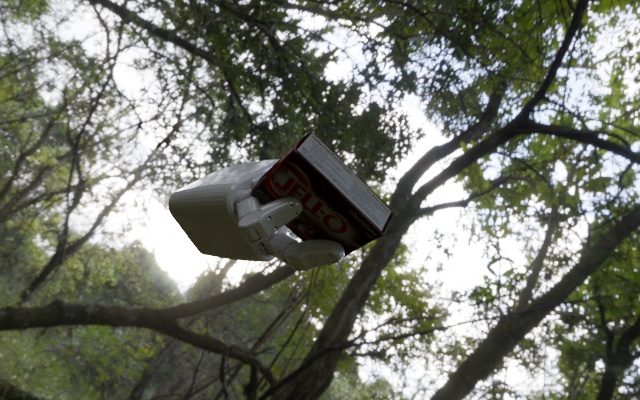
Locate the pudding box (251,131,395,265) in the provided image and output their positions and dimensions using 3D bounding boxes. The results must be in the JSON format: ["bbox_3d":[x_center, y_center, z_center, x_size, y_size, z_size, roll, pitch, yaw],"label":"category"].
[{"bbox_3d":[0.000,0.001,0.457,0.090,0.113,0.039,-37,15,49],"label":"pudding box"}]
